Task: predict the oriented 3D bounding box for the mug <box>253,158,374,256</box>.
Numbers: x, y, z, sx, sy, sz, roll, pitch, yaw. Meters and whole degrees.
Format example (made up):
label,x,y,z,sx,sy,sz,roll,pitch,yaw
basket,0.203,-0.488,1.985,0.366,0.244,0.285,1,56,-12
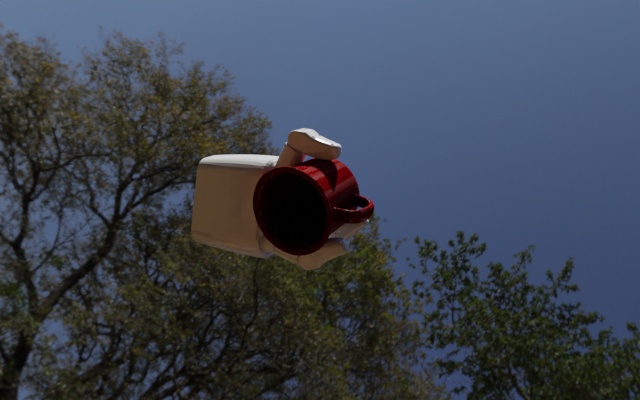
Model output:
label,x,y,z,sx,sy,sz,roll,pitch,yaw
mug,0.001,0.002,0.499,0.117,0.093,0.081,7,20,29
